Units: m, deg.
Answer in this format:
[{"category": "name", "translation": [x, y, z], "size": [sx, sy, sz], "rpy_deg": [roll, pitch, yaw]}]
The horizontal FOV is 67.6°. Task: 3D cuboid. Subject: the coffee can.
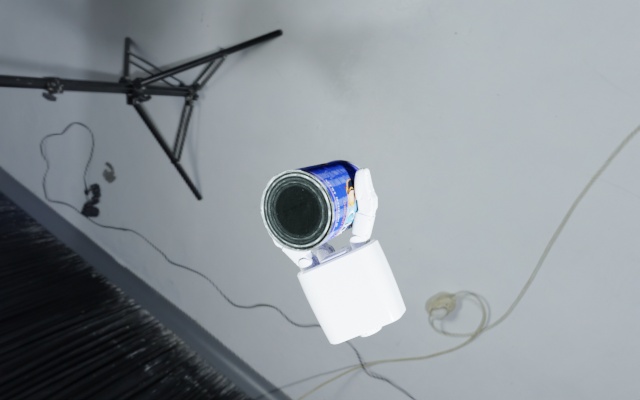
[{"category": "coffee can", "translation": [0.000, 0.002, 0.643], "size": [0.103, 0.103, 0.140], "rpy_deg": [0, 9, 26]}]
